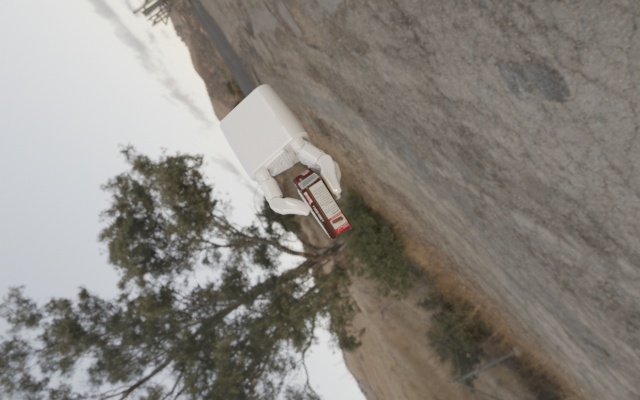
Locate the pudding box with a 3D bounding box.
[{"bbox_3d":[0.000,0.002,0.723,0.039,0.090,0.113,-34,13,0],"label":"pudding box"}]
